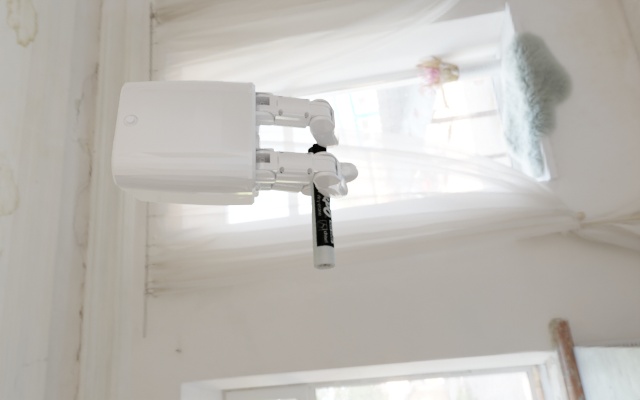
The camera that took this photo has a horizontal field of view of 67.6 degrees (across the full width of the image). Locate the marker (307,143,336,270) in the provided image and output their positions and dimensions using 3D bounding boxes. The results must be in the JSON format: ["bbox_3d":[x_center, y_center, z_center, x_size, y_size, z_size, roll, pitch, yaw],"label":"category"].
[{"bbox_3d":[0.000,0.001,0.429,0.020,0.121,0.020,-3,-25,-1],"label":"marker"}]
